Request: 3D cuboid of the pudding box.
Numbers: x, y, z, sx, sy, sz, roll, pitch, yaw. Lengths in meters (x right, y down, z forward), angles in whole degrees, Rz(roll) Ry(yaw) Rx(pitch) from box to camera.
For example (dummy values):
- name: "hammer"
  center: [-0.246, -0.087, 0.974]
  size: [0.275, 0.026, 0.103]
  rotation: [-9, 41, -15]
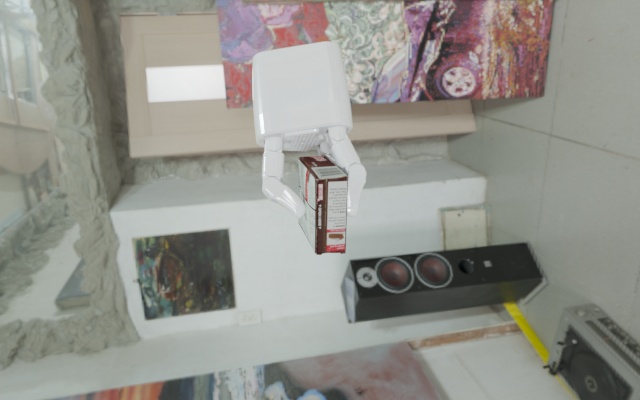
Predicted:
- name: "pudding box"
  center: [0.000, 0.002, 0.560]
  size: [0.039, 0.090, 0.113]
  rotation: [-3, 17, -11]
